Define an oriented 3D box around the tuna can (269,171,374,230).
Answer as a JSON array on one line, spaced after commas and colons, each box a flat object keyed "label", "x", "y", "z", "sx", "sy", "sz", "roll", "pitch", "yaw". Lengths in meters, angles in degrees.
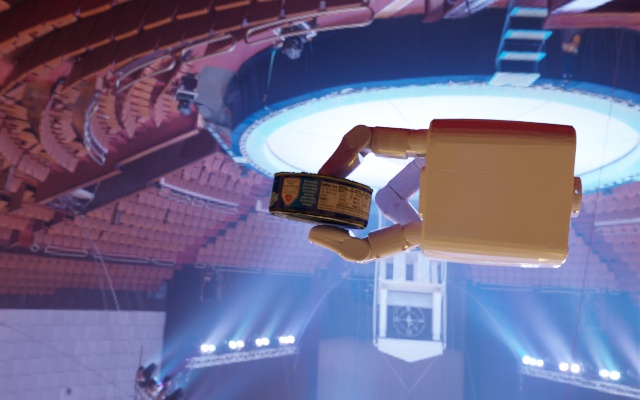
[{"label": "tuna can", "x": 0.000, "y": 0.002, "z": 0.403, "sx": 0.086, "sy": 0.033, "sz": 0.086, "roll": 9, "pitch": -7, "yaw": 1}]
